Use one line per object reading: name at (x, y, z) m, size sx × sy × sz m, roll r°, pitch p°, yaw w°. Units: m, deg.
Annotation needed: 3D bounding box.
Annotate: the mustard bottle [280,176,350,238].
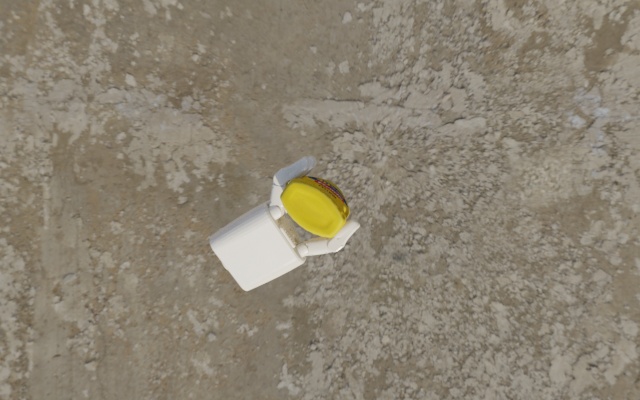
mustard bottle at (0.000, 0.002, 0.742) m, size 0.096 × 0.058 × 0.191 m, roll 37°, pitch 9°, yaw 3°
